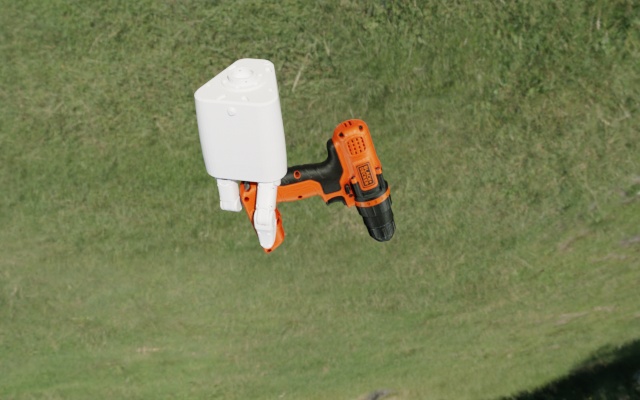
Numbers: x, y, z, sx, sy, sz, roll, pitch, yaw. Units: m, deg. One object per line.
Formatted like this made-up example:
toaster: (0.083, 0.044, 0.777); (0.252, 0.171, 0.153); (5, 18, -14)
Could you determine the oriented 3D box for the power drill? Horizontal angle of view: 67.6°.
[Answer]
power drill: (0.000, 0.002, 0.642); (0.187, 0.184, 0.057); (-21, 26, 0)
